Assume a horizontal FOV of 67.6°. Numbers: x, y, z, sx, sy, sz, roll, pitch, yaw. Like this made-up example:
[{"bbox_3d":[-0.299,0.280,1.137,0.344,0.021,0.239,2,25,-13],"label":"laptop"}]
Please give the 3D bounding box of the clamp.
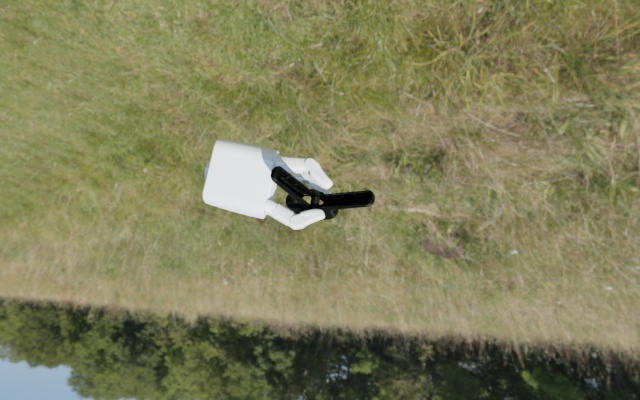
[{"bbox_3d":[0.000,0.004,0.812,0.164,0.036,0.210,14,-17,1],"label":"clamp"}]
